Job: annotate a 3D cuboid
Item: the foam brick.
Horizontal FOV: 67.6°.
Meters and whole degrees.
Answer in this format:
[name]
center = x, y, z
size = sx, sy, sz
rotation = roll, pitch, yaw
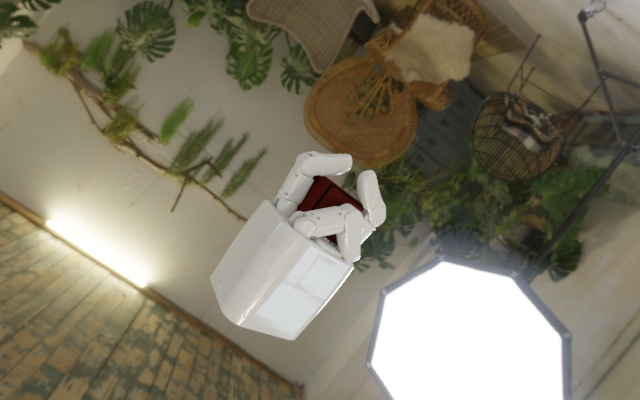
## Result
[foam brick]
center = 0.000, 0.002, 0.521
size = 0.053, 0.051, 0.078
rotation = 35, 4, -29
